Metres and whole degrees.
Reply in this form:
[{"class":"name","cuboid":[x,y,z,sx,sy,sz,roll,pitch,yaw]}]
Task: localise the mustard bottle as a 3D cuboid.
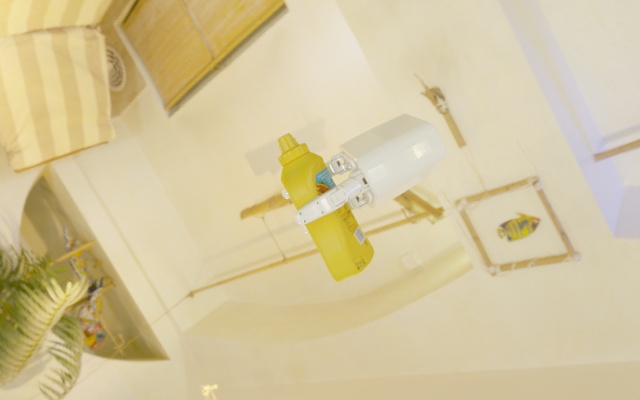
[{"class":"mustard bottle","cuboid":[0.000,0.002,0.609,0.058,0.191,0.096,-26,6,22]}]
